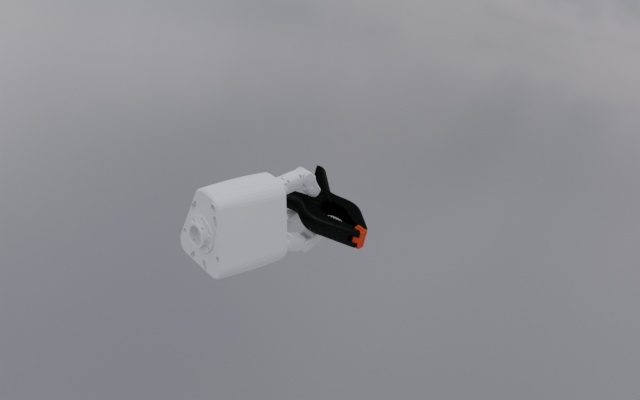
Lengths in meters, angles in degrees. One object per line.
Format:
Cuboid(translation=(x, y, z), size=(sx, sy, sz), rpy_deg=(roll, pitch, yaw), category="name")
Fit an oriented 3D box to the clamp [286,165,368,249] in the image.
Cuboid(translation=(0.000, 0.002, 0.722), size=(0.210, 0.036, 0.164), rpy_deg=(32, 35, 34), category="clamp")
